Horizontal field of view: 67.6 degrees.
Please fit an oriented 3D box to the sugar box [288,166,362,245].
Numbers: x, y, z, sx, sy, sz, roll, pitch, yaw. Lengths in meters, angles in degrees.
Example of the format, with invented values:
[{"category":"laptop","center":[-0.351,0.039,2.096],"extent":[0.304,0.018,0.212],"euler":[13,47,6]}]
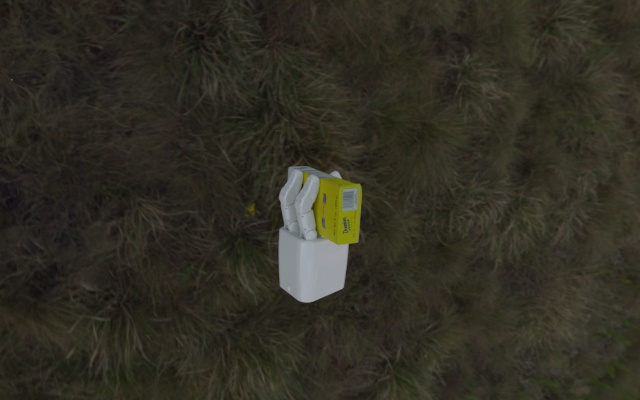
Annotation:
[{"category":"sugar box","center":[0.000,0.003,0.785],"extent":[0.048,0.093,0.176],"euler":[-5,15,-32]}]
